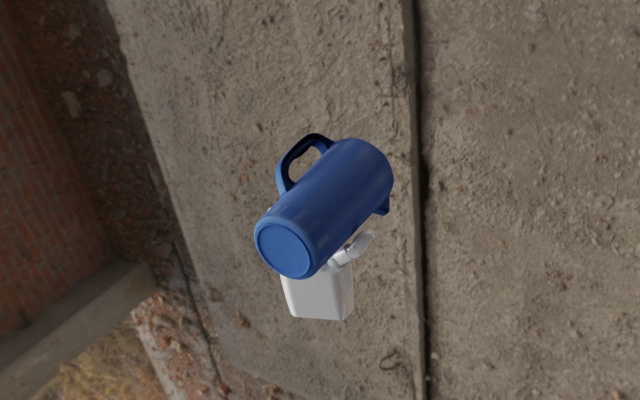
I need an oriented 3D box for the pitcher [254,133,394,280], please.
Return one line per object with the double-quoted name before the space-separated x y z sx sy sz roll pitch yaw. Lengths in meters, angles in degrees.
"pitcher" 0.000 0.003 0.738 0.149 0.145 0.242 13 36 27
